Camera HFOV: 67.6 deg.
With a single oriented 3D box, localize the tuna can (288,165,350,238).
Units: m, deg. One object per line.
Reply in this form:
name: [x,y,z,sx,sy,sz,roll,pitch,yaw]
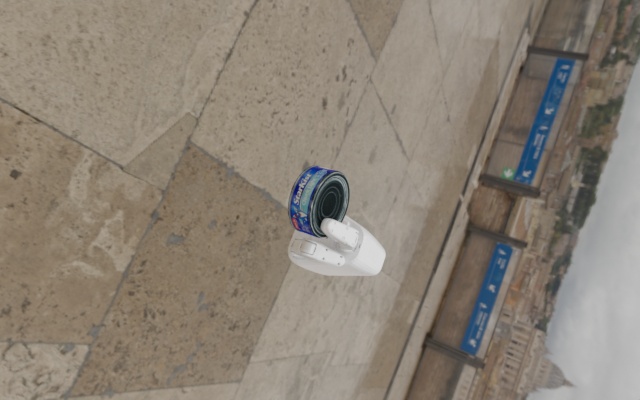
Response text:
tuna can: [0.001,0.002,0.583,0.033,0.086,0.086,17,9,33]
